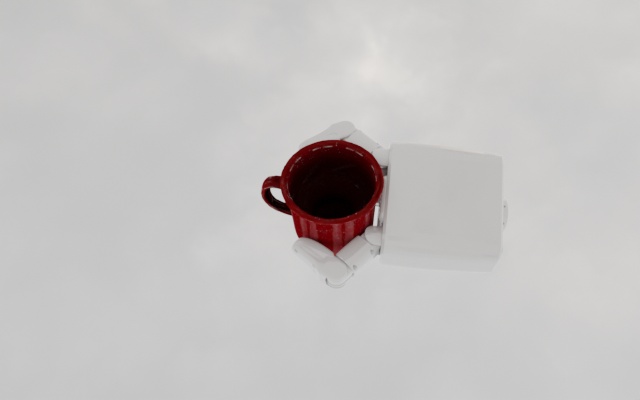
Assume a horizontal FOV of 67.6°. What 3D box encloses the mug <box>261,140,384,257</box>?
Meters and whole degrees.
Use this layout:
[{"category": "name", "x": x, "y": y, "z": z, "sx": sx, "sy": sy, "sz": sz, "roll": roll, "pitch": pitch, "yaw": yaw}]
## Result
[{"category": "mug", "x": -0.001, "y": 0.002, "z": 0.462, "sx": 0.117, "sy": 0.093, "sz": 0.082, "roll": 6, "pitch": -32, "yaw": 7}]
